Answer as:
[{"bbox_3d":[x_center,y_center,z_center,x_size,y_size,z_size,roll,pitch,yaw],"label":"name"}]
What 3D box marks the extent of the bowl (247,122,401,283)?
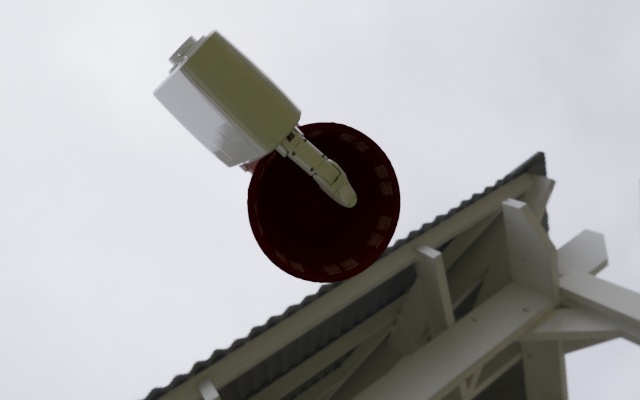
[{"bbox_3d":[0.001,0.003,0.502,0.162,0.162,0.055,0,2,-16],"label":"bowl"}]
